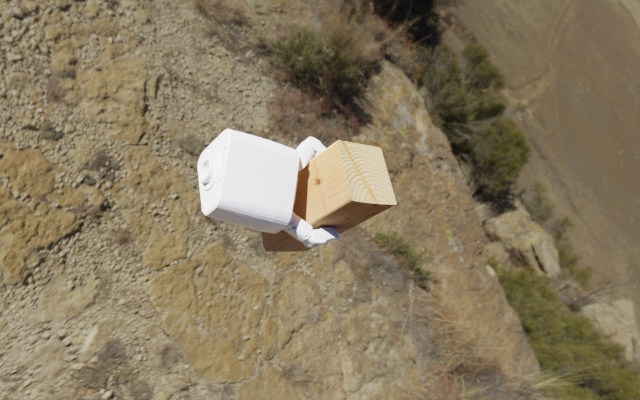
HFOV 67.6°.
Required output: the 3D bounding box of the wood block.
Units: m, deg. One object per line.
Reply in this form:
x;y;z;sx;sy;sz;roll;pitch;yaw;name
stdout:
0.000;0.003;0.713;0.090;0.090;0.206;4;-25;-40;wood block
